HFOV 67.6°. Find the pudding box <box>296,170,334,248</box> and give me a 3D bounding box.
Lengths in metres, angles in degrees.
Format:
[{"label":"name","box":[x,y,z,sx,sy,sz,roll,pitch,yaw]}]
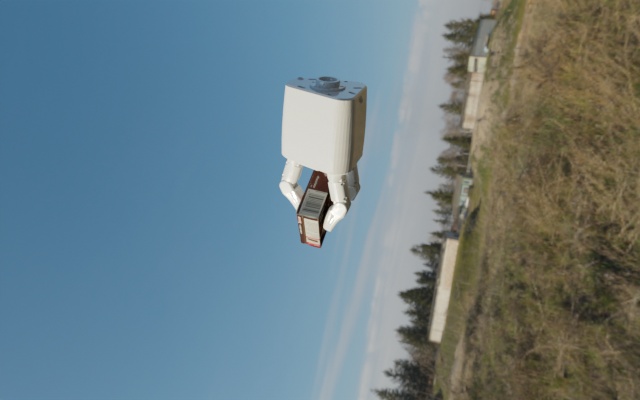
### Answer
[{"label":"pudding box","box":[0.000,0.002,0.734,0.039,0.113,0.090,15,-31,13]}]
